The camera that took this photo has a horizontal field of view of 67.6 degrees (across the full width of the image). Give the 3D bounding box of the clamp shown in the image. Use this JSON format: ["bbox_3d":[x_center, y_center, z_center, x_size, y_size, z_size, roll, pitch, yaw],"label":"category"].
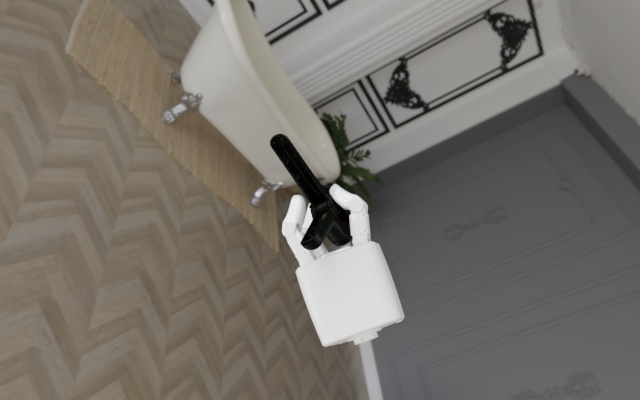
[{"bbox_3d":[0.001,0.002,0.667,0.036,0.164,0.210,-26,-20,16],"label":"clamp"}]
